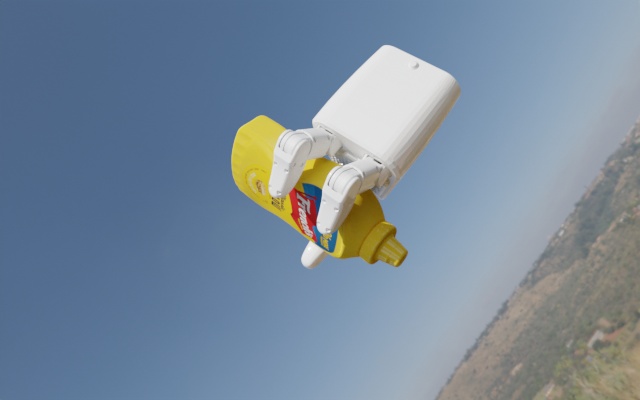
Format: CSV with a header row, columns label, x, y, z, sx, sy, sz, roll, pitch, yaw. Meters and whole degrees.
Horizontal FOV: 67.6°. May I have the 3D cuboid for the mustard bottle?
label,x,y,z,sx,sy,sz,roll,pitch,yaw
mustard bottle,0.000,0.002,0.455,0.191,0.096,0.058,34,52,23
